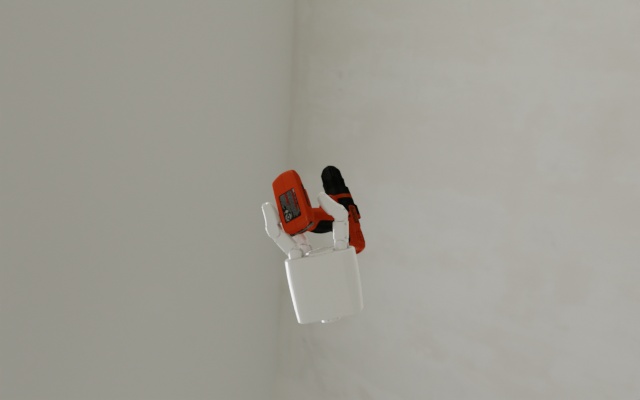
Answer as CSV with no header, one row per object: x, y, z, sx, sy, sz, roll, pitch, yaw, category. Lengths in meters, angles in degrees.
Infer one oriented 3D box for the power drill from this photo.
0.000,0.003,0.848,0.057,0.184,0.188,-33,-28,29,power drill
